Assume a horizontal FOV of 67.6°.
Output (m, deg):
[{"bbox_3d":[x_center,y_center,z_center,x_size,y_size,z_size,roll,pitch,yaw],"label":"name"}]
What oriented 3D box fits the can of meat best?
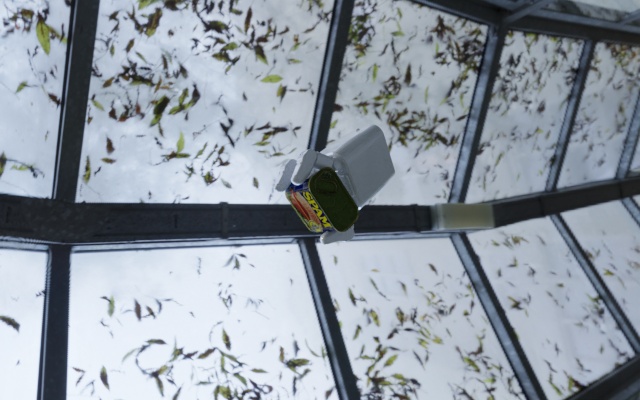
[{"bbox_3d":[0.000,0.003,0.764,0.057,0.102,0.084,-42,17,-29],"label":"can of meat"}]
